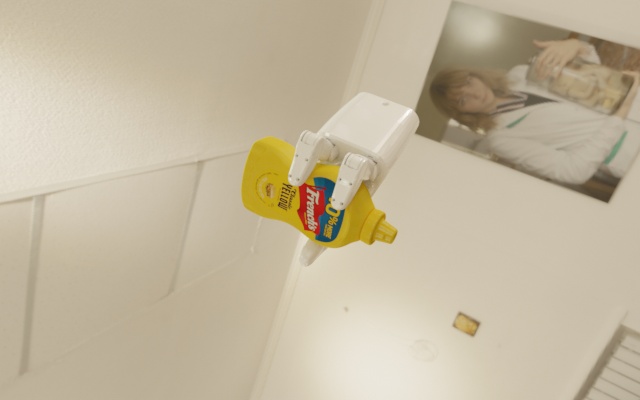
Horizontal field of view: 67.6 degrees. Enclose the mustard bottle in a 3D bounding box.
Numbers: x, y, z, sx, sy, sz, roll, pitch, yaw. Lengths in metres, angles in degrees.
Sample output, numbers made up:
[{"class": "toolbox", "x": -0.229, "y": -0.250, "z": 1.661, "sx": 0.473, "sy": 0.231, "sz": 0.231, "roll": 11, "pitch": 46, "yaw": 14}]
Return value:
[{"class": "mustard bottle", "x": 0.000, "y": 0.002, "z": 0.556, "sx": 0.191, "sy": 0.096, "sz": 0.058, "roll": 25, "pitch": 28, "yaw": 19}]
